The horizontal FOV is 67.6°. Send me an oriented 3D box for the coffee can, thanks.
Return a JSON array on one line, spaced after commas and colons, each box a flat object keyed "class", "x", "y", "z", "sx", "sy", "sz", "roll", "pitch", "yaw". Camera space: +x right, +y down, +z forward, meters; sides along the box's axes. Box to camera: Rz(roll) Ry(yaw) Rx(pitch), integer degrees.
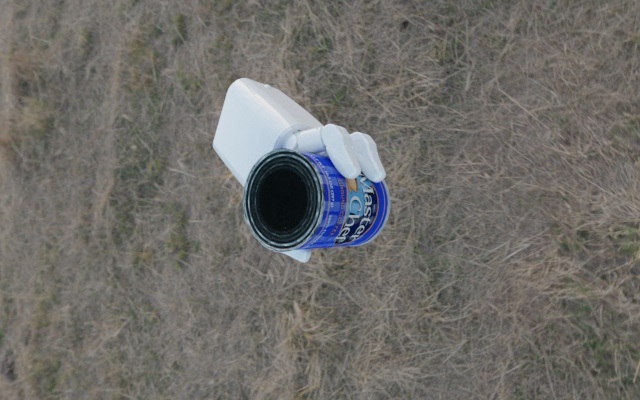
[{"class": "coffee can", "x": 0.000, "y": 0.002, "z": 0.525, "sx": 0.103, "sy": 0.103, "sz": 0.140, "roll": 0, "pitch": -2, "yaw": 34}]
